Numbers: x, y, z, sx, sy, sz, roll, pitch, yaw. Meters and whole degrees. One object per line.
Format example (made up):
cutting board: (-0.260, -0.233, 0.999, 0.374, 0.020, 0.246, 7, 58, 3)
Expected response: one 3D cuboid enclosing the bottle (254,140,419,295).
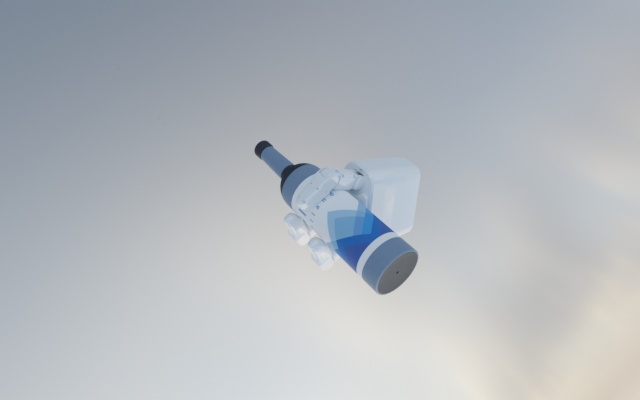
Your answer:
bottle: (0.000, 0.002, 0.628, 0.069, 0.069, 0.295, 0, 33, -46)
